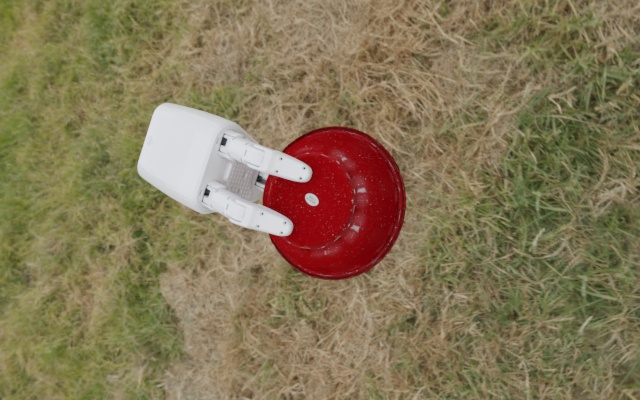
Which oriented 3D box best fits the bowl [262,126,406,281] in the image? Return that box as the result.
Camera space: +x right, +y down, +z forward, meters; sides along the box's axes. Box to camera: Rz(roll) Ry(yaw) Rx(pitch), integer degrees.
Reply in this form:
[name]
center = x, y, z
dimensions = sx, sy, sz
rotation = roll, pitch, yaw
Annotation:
[bowl]
center = 0.001, 0.002, 0.476
dimensions = 0.162, 0.162, 0.055
rotation = 0, -2, 23
